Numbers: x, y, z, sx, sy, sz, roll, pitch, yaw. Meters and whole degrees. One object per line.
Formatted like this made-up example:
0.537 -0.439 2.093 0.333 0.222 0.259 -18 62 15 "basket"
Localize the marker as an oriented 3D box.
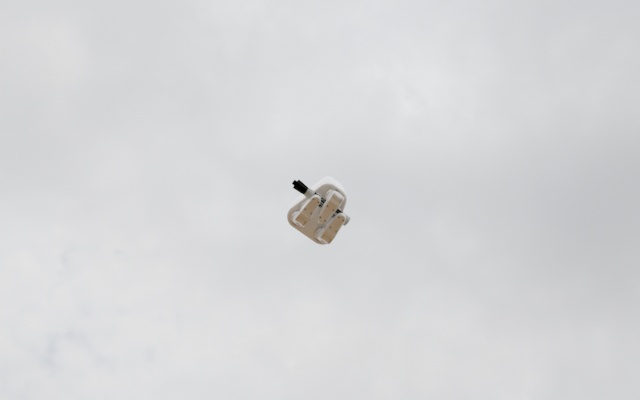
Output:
0.000 0.003 0.843 0.121 0.020 0.020 36 -5 -7 "marker"
